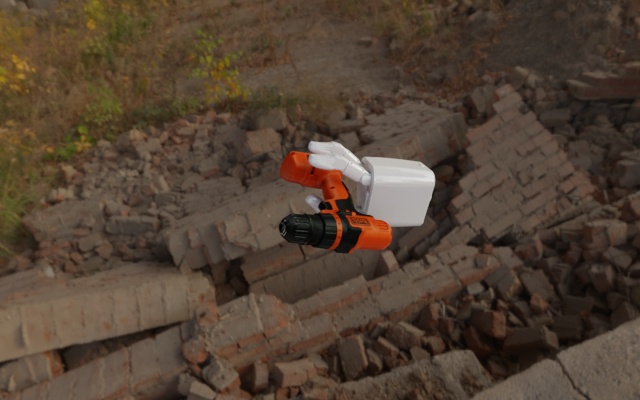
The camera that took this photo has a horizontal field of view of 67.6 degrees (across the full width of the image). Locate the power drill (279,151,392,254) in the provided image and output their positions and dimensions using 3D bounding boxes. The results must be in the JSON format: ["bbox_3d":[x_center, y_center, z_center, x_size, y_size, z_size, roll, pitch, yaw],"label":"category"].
[{"bbox_3d":[0.000,0.002,0.731,0.184,0.057,0.187,9,37,-33],"label":"power drill"}]
